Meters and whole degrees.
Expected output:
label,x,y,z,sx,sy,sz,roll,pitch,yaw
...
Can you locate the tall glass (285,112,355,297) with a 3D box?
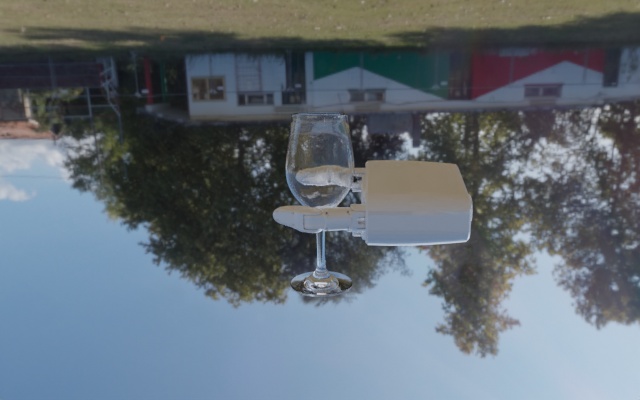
label,x,y,z,sx,sy,sz,roll,pitch,yaw
tall glass,0.000,0.002,0.544,0.079,0.201,0.079,-1,13,0
